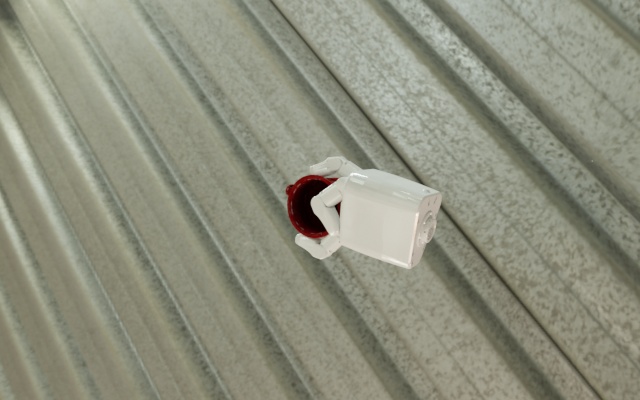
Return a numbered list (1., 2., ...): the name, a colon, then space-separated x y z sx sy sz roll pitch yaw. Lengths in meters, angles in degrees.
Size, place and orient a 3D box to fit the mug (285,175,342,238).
1. mug: -0.001 0.002 0.734 0.117 0.093 0.081 23 15 28
